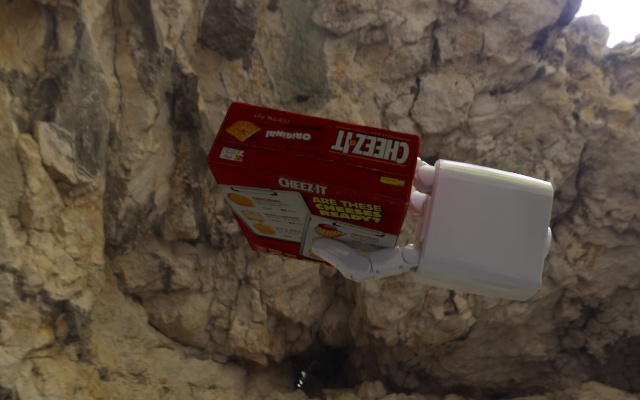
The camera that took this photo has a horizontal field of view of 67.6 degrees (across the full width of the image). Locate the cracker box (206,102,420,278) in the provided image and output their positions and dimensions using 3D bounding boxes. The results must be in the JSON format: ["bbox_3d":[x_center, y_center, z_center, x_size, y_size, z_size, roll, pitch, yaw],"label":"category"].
[{"bbox_3d":[0.000,0.002,0.472,0.164,0.072,0.214,11,-24,8],"label":"cracker box"}]
